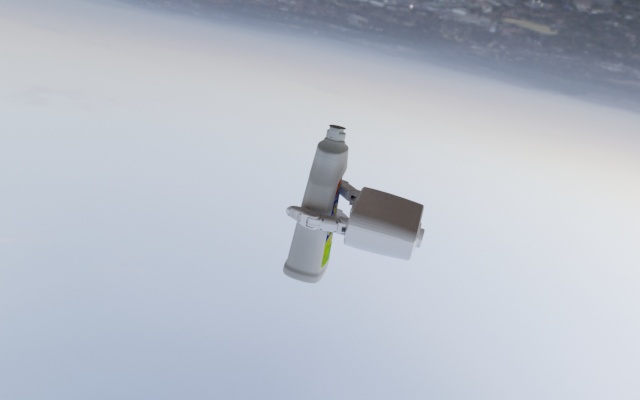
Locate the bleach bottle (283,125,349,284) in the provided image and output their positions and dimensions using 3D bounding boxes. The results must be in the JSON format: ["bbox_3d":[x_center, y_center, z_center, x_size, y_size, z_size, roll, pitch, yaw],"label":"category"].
[{"bbox_3d":[0.000,0.003,0.783,0.068,0.251,0.102,15,19,10],"label":"bleach bottle"}]
